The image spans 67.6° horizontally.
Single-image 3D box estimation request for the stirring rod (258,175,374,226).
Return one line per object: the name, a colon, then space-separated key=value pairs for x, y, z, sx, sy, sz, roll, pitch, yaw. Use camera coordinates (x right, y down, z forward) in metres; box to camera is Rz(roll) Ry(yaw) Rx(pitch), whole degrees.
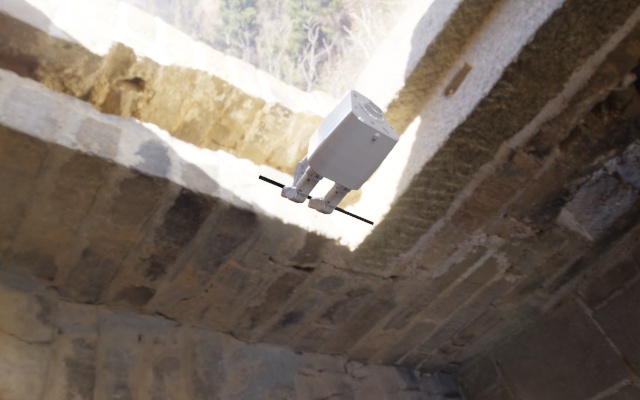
stirring rod: x=0.000 y=0.003 z=0.804 sx=0.239 sy=0.011 sz=0.011 roll=22 pitch=-12 yaw=-31
